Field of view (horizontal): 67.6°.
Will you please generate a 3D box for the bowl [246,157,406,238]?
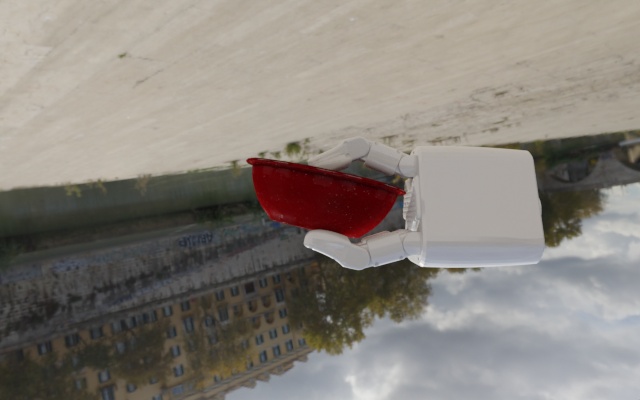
[{"bbox_3d":[-0.001,0.002,0.477,0.162,0.055,0.162,12,-1,0],"label":"bowl"}]
